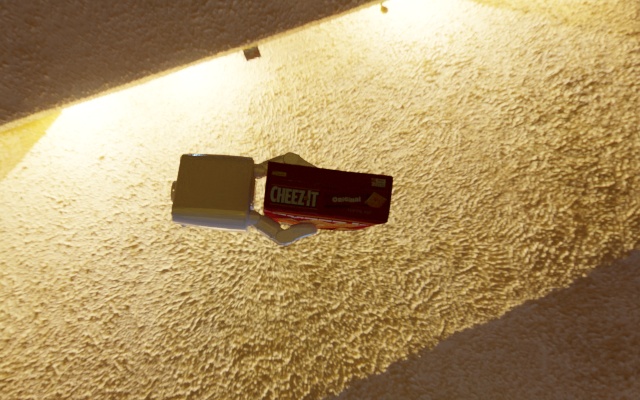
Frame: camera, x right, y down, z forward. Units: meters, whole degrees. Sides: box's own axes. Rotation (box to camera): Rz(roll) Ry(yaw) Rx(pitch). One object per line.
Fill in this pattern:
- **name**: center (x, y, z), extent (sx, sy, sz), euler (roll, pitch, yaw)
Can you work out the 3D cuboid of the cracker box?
- **cracker box**: center (0.000, 0.002, 0.707), extent (0.164, 0.072, 0.214), euler (6, -6, -5)
